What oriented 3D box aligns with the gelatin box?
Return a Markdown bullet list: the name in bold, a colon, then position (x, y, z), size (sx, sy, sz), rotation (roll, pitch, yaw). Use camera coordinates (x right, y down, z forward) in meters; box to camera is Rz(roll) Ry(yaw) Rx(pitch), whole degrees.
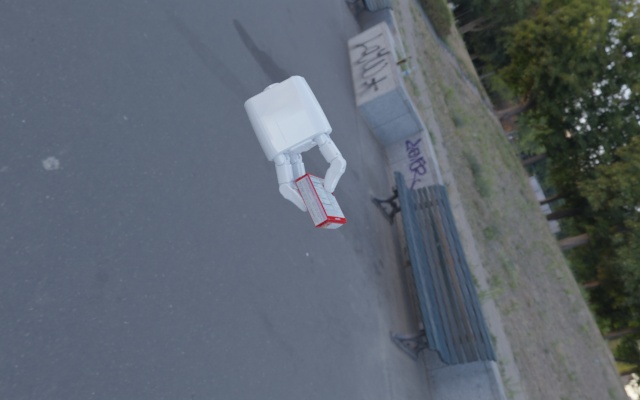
- **gelatin box**: position (0.001, 0.003, 0.790), size (0.030, 0.089, 0.073), rotation (-32, -18, 19)
